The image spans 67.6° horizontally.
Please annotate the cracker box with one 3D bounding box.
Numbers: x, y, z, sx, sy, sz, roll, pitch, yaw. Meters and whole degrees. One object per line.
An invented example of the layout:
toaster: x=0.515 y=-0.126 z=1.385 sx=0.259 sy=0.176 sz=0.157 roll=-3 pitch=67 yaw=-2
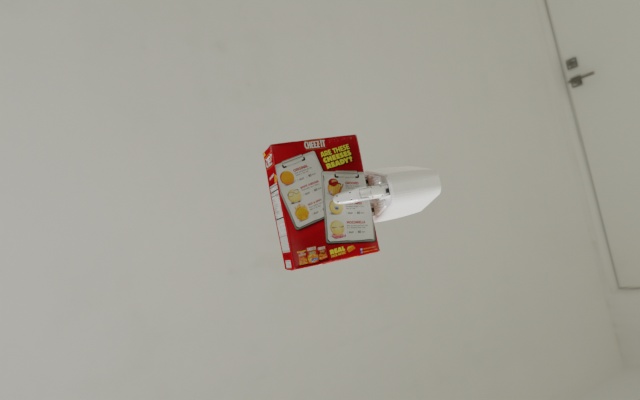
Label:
cracker box: x=0.000 y=0.003 z=0.841 sx=0.164 sy=0.213 sz=0.072 roll=-10 pitch=-5 yaw=-22
